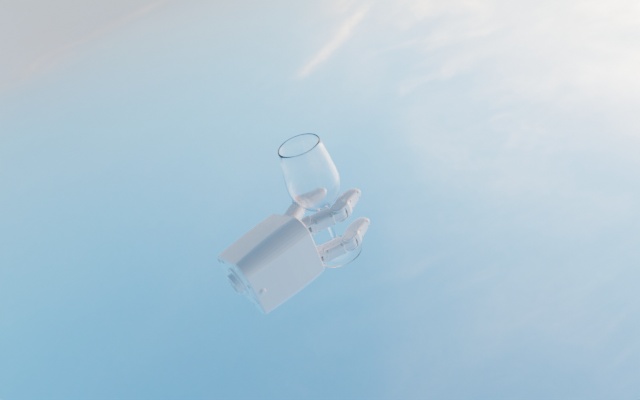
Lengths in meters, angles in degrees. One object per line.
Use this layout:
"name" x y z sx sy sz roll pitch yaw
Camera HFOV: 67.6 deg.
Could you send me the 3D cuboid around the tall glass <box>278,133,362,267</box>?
"tall glass" 0.000 0.003 0.706 0.079 0.201 0.079 -15 33 10
